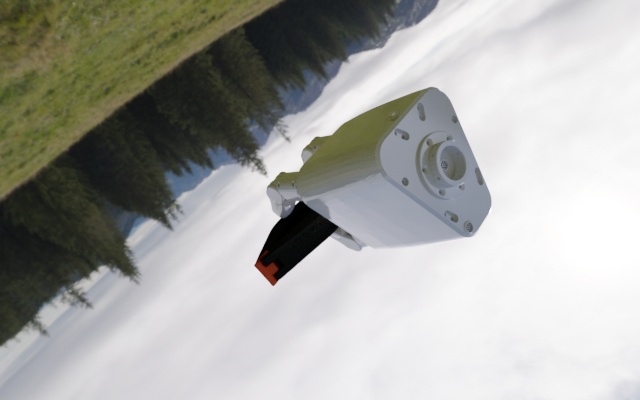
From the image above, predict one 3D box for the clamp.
[{"bbox_3d":[0.000,0.003,0.495,0.210,0.036,0.164,-48,17,-28],"label":"clamp"}]
